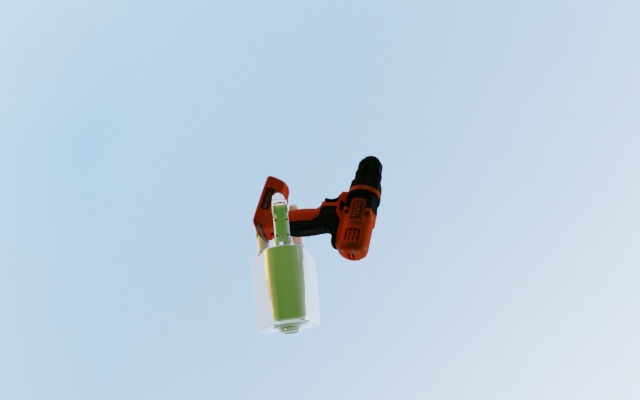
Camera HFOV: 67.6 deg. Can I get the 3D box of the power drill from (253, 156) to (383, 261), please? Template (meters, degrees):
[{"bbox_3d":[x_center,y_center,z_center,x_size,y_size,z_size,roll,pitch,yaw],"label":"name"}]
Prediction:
[{"bbox_3d":[0.000,0.003,0.748,0.187,0.184,0.057,2,-37,19],"label":"power drill"}]
